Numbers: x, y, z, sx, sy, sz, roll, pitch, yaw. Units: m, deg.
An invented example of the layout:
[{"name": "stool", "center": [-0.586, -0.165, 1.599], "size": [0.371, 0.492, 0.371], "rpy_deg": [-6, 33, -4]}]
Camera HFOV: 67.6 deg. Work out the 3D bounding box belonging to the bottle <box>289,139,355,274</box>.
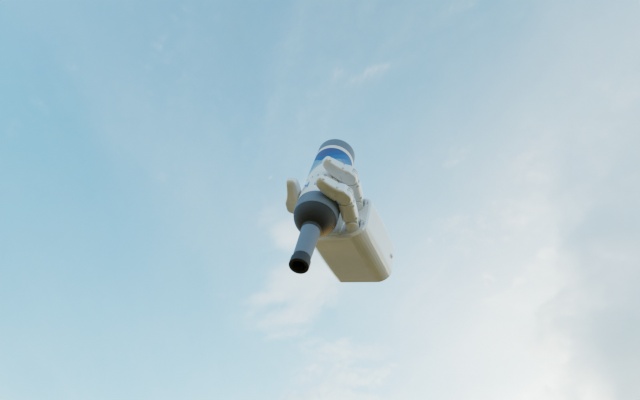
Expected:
[{"name": "bottle", "center": [0.000, 0.002, 0.733], "size": [0.069, 0.069, 0.295], "rpy_deg": [0, 34, 14]}]
